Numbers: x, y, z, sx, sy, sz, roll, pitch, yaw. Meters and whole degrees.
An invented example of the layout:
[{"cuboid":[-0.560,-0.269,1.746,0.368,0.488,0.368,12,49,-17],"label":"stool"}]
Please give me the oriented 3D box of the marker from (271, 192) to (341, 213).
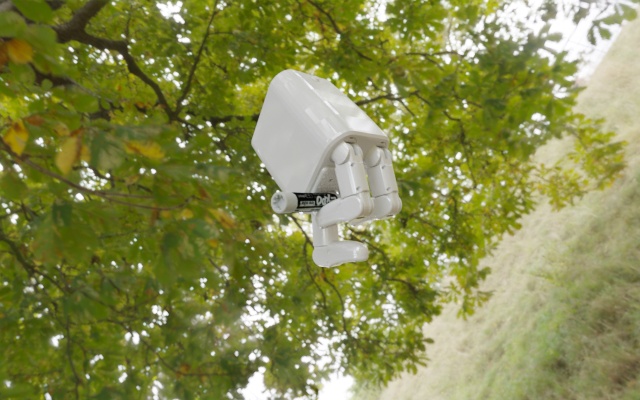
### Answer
[{"cuboid":[0.000,0.002,0.462,0.020,0.020,0.121,0,0,38],"label":"marker"}]
